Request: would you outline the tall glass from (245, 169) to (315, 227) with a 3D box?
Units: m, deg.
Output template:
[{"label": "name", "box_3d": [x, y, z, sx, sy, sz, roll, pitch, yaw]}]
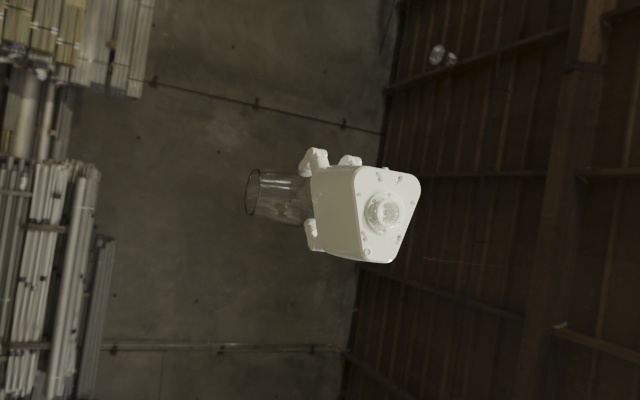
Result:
[{"label": "tall glass", "box_3d": [0.001, 0.002, 0.663, 0.201, 0.079, 0.079, 8, -4, -25]}]
